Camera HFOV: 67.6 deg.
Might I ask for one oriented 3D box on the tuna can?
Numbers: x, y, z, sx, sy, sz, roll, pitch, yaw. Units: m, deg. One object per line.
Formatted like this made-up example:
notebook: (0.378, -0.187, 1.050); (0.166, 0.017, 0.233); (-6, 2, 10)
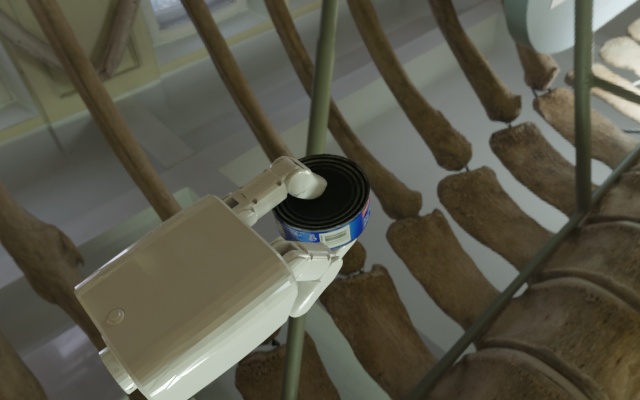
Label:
tuna can: (0.000, 0.002, 0.411); (0.086, 0.086, 0.034); (0, -40, 8)
